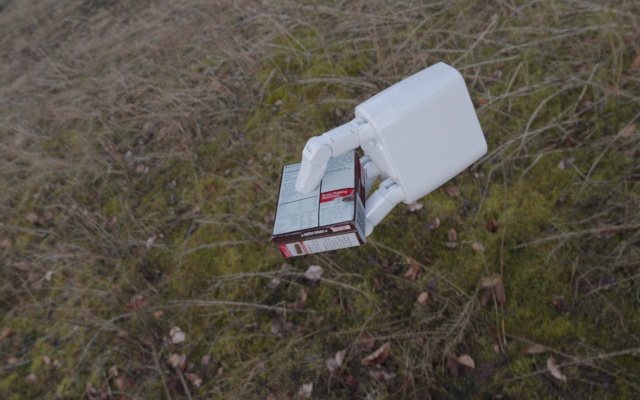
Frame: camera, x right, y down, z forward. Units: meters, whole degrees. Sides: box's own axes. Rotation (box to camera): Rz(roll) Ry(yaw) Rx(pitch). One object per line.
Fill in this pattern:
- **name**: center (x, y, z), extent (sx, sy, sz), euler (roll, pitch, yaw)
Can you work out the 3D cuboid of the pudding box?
- **pudding box**: center (0.000, 0.002, 0.508), extent (0.090, 0.039, 0.113), euler (-12, 42, 16)
